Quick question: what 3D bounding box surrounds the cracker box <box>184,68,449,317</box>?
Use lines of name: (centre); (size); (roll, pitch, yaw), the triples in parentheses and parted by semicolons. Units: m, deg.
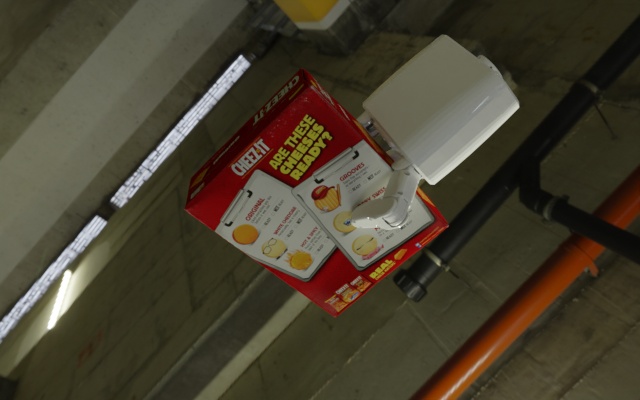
cracker box: (0.000, 0.002, 0.488); (0.214, 0.164, 0.072); (41, 15, -28)
